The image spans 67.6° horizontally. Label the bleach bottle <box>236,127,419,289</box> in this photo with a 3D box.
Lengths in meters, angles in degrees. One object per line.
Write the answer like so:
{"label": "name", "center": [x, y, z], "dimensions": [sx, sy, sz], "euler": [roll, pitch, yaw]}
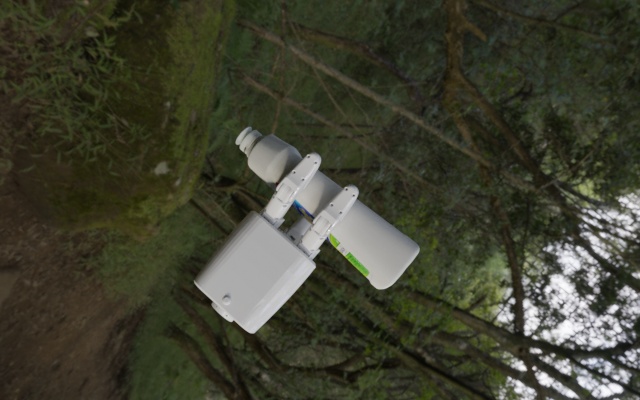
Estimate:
{"label": "bleach bottle", "center": [0.000, 0.002, 0.583], "dimensions": [0.251, 0.068, 0.102], "euler": [40, -9, 6]}
